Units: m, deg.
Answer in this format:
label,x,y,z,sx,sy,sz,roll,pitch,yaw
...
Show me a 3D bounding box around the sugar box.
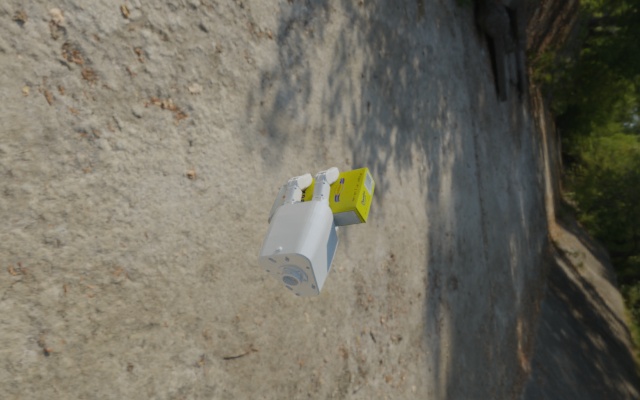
label,x,y,z,sx,sy,sz,roll,pitch,yaw
sugar box,0.000,0.002,0.815,0.176,0.093,0.048,-8,-46,28
